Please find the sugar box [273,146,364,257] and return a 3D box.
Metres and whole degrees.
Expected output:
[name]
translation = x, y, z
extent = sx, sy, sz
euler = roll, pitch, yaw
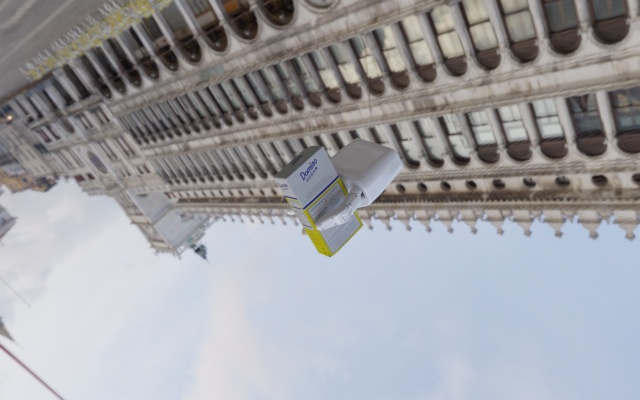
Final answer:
[sugar box]
translation = 0.000, 0.003, 0.820
extent = 0.093, 0.176, 0.048
euler = -43, 29, -26
